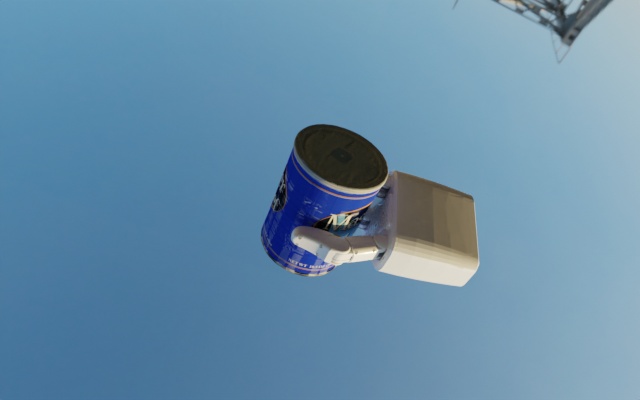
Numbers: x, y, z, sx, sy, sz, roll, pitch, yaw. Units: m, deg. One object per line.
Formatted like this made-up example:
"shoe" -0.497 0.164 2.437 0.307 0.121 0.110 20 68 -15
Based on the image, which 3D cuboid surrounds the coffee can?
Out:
"coffee can" 0.000 0.002 0.532 0.103 0.102 0.140 0 -44 -27
